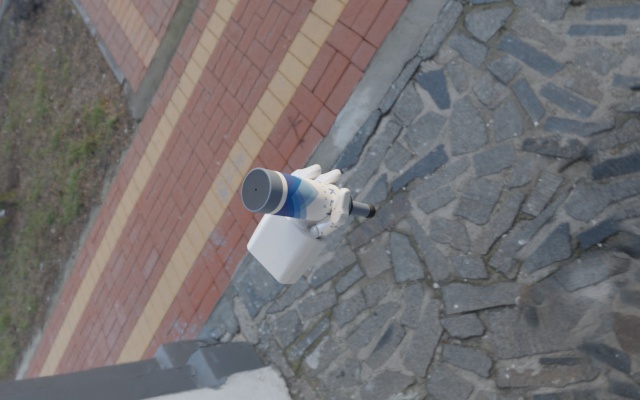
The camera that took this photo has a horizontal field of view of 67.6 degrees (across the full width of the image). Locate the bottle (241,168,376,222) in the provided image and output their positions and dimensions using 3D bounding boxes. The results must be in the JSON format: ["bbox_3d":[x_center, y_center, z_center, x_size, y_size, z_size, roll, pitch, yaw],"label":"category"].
[{"bbox_3d":[0.000,0.003,0.813,0.069,0.069,0.296,0,-7,41],"label":"bottle"}]
